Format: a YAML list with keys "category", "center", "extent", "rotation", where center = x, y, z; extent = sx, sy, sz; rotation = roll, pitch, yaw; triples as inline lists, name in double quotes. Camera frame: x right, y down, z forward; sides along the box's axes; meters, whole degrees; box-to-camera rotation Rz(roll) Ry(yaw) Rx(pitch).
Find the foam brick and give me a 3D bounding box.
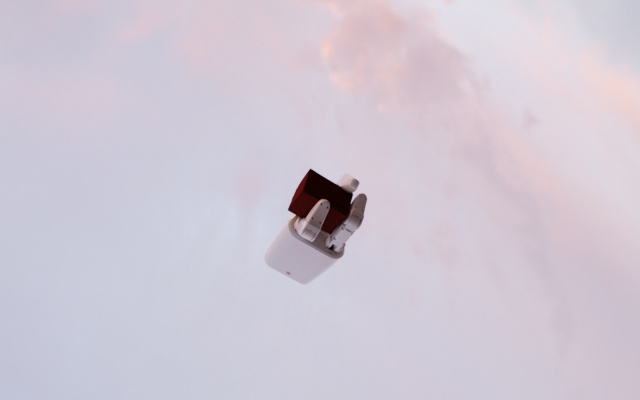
- category: "foam brick"
  center: [0.000, 0.002, 0.705]
  extent: [0.078, 0.053, 0.051]
  rotation: [31, -47, -11]
